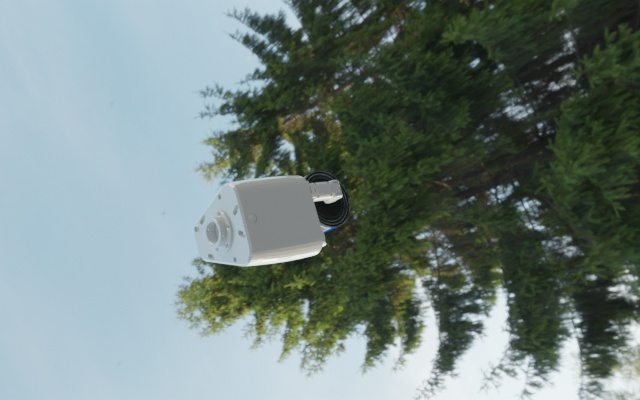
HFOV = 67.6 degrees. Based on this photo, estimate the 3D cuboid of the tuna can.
[{"bbox_3d":[0.000,0.002,0.677,0.086,0.086,0.034,0,-21,-41],"label":"tuna can"}]
